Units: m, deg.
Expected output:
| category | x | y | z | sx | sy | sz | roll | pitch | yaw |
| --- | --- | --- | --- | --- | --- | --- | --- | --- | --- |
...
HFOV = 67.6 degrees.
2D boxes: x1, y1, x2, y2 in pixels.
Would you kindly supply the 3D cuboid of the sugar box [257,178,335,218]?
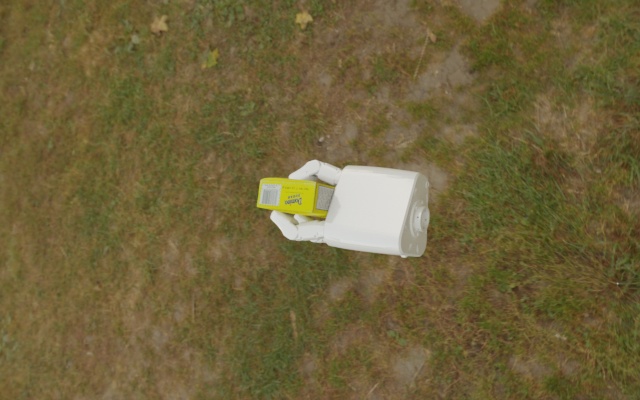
| category | x | y | z | sx | sy | sz | roll | pitch | yaw |
| --- | --- | --- | --- | --- | --- | --- | --- | --- | --- |
| sugar box | 0.000 | 0.003 | 0.687 | 0.093 | 0.048 | 0.176 | 6 | -5 | 33 |
